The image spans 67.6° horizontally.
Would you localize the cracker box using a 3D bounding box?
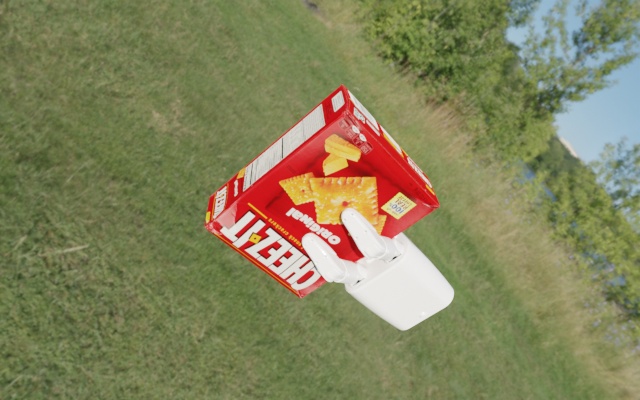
[{"bbox_3d":[0.000,0.002,0.552,0.214,0.164,0.072,-37,29,20],"label":"cracker box"}]
